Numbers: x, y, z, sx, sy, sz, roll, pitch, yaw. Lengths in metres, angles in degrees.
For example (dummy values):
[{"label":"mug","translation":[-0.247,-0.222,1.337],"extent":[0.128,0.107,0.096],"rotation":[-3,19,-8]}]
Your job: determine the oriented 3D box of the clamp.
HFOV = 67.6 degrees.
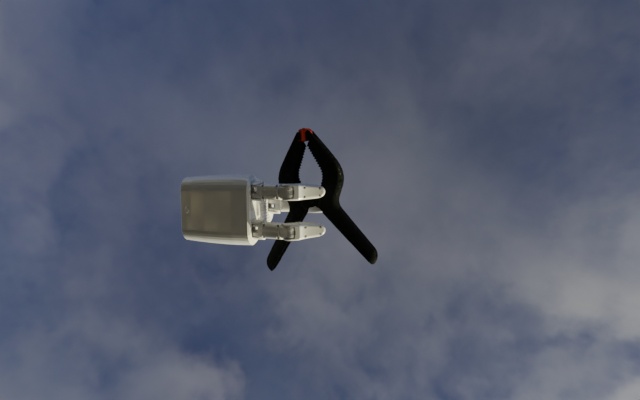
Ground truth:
[{"label":"clamp","translation":[0.000,0.002,0.685],"extent":[0.164,0.210,0.036],"rotation":[1,8,11]}]
